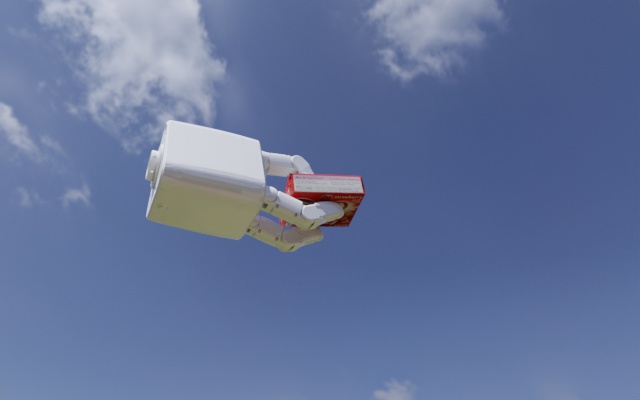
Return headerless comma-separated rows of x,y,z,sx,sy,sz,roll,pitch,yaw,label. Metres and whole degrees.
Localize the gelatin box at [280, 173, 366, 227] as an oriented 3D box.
0.000,0.001,0.568,0.089,0.030,0.073,1,-34,-15,gelatin box
